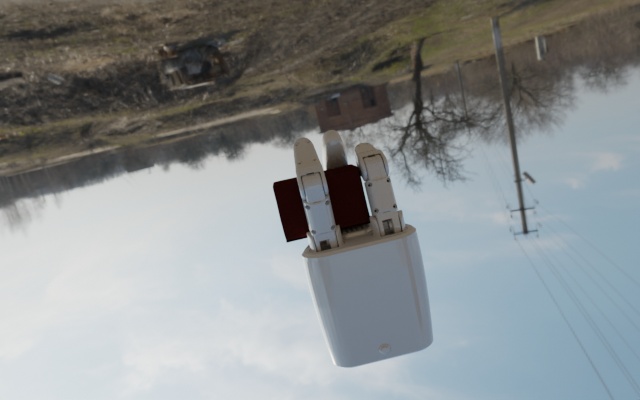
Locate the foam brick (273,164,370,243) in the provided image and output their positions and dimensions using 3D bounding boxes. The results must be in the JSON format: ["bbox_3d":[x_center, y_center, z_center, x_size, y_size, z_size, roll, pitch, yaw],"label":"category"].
[{"bbox_3d":[0.000,0.001,0.430,0.078,0.051,0.053,-13,8,-1],"label":"foam brick"}]
